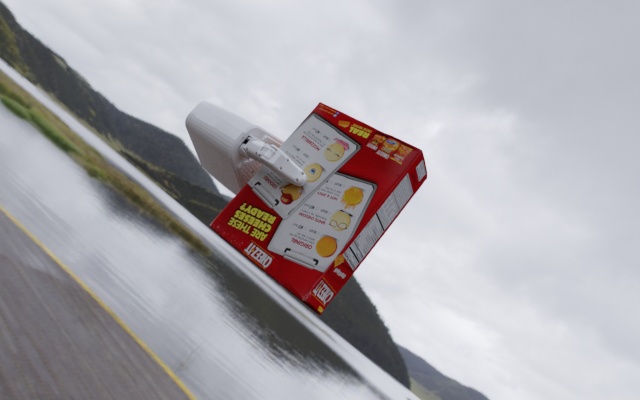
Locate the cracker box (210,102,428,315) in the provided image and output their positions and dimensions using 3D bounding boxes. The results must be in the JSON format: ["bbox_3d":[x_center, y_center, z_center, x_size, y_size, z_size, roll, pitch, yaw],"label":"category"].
[{"bbox_3d":[0.000,0.002,0.576,0.164,0.213,0.072,32,-14,32],"label":"cracker box"}]
